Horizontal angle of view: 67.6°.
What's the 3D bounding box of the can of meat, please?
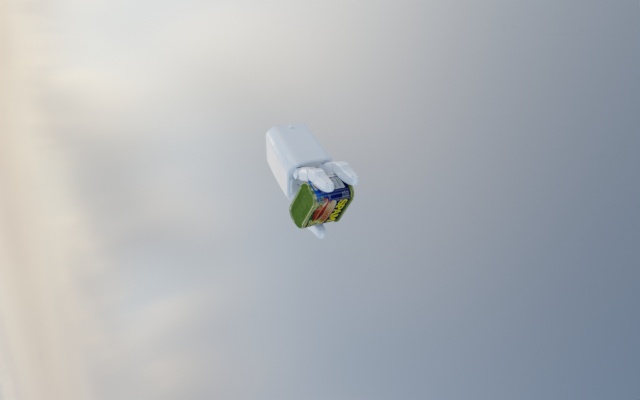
[{"bbox_3d":[0.000,0.003,0.860,0.084,0.057,0.102,-12,-30,-32],"label":"can of meat"}]
